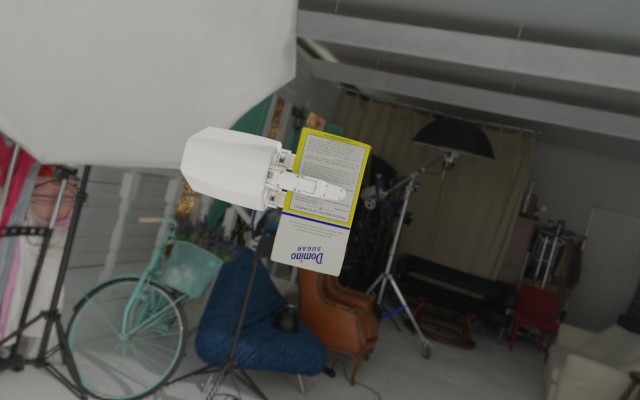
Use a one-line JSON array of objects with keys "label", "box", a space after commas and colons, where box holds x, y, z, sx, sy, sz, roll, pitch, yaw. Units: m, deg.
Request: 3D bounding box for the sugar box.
[{"label": "sugar box", "box": [0.000, 0.002, 0.628, 0.093, 0.176, 0.048, 15, 2, -1]}]
